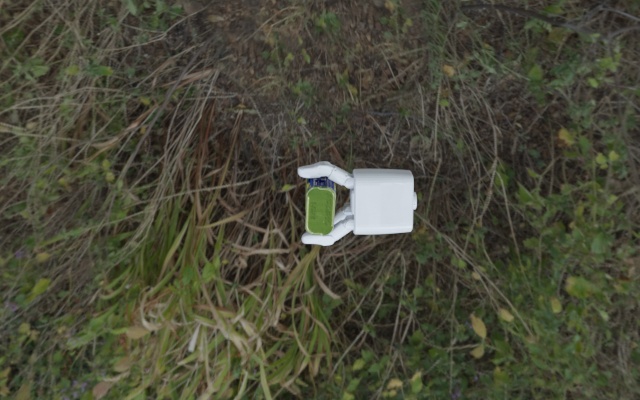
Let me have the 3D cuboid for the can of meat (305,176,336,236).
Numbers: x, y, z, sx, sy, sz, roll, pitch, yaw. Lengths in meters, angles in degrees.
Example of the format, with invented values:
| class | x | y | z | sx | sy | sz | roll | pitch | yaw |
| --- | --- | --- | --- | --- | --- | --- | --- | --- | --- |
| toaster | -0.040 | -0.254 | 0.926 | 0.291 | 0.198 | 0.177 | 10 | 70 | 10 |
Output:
| class | x | y | z | sx | sy | sz | roll | pitch | yaw |
| --- | --- | --- | --- | --- | --- | --- | --- | --- | --- |
| can of meat | 0.000 | 0.003 | 0.875 | 0.057 | 0.102 | 0.084 | 2 | 26 | -1 |
